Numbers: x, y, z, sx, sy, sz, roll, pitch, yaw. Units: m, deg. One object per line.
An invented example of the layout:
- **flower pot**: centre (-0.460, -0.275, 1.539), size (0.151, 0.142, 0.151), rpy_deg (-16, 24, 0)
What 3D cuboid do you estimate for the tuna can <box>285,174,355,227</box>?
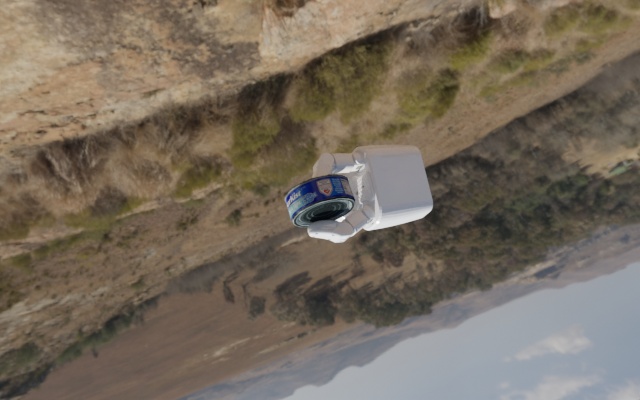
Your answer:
- **tuna can**: centre (0.000, 0.003, 0.604), size (0.086, 0.033, 0.086), rpy_deg (-16, -21, -6)
